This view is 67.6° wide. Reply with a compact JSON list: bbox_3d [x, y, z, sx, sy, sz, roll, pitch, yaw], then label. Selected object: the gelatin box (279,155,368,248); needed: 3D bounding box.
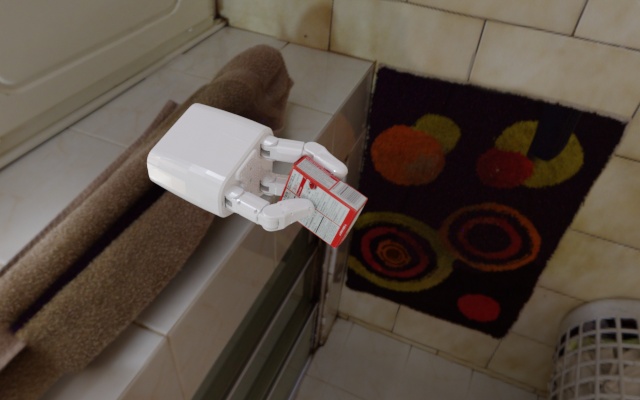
[{"bbox_3d":[0.000,0.002,0.542,0.089,0.073,0.030,36,47,10],"label":"gelatin box"}]
